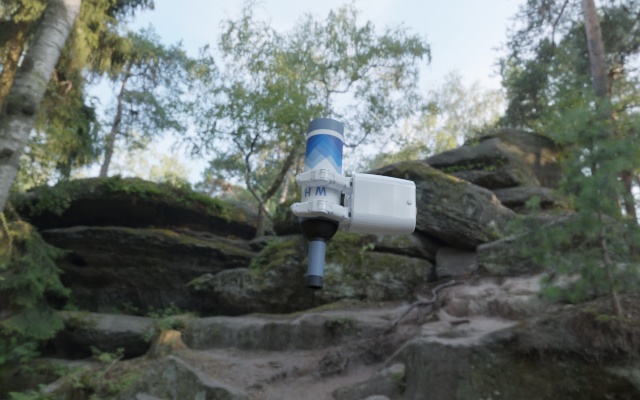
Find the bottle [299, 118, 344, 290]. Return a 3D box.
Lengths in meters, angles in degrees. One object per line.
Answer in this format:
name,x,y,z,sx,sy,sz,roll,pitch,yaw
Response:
bottle,0.000,0.002,0.809,0.069,0.295,0.069,3,-23,1
